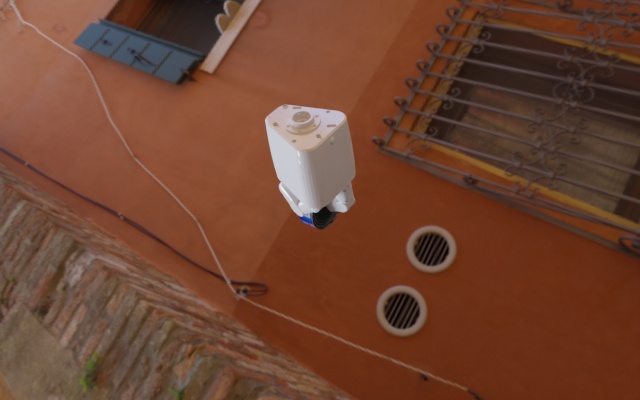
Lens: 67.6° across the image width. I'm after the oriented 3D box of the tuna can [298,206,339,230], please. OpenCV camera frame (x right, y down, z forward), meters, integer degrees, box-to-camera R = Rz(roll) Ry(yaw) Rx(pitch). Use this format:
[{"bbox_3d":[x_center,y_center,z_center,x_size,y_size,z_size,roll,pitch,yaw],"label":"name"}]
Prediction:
[{"bbox_3d":[0.000,0.002,0.788,0.033,0.086,0.086,21,11,31],"label":"tuna can"}]
